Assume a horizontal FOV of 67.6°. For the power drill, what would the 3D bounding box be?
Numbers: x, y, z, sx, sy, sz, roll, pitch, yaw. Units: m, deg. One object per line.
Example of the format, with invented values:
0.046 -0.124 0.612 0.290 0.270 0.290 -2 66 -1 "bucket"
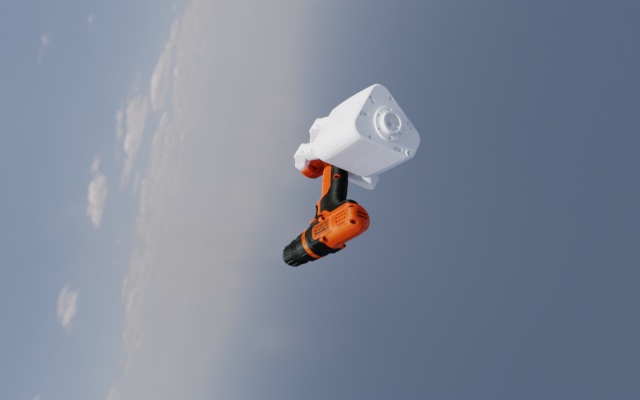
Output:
0.000 0.002 0.780 0.057 0.187 0.184 21 -38 -37 "power drill"
